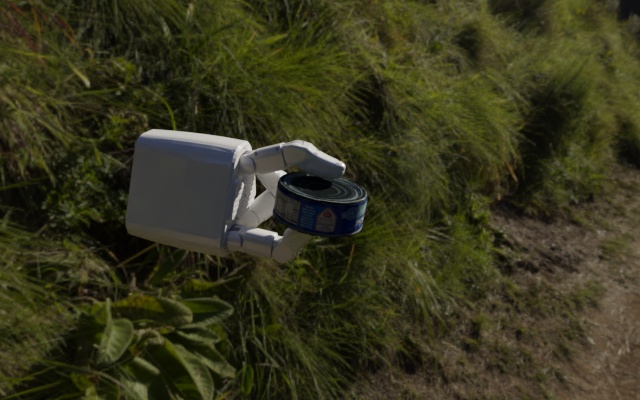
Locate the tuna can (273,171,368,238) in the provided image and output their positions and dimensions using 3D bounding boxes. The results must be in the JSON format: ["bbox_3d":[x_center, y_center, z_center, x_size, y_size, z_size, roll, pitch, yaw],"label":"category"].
[{"bbox_3d":[0.000,0.001,0.445,0.086,0.034,0.086,9,20,-3],"label":"tuna can"}]
